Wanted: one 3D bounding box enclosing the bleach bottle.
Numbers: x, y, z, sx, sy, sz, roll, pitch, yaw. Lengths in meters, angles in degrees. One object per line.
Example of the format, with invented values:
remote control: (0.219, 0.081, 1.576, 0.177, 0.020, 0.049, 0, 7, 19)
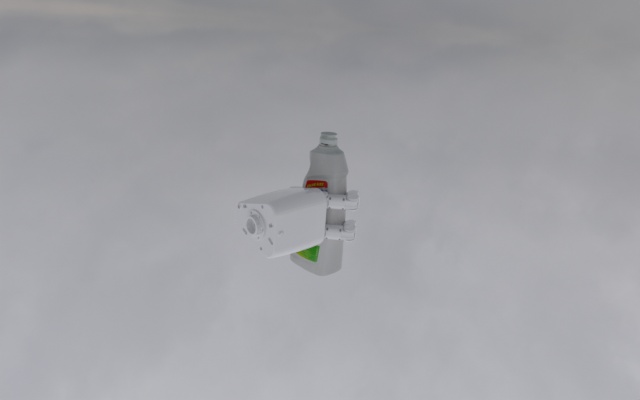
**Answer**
bleach bottle: (0.000, 0.003, 0.845, 0.068, 0.251, 0.102, -15, 27, -41)
